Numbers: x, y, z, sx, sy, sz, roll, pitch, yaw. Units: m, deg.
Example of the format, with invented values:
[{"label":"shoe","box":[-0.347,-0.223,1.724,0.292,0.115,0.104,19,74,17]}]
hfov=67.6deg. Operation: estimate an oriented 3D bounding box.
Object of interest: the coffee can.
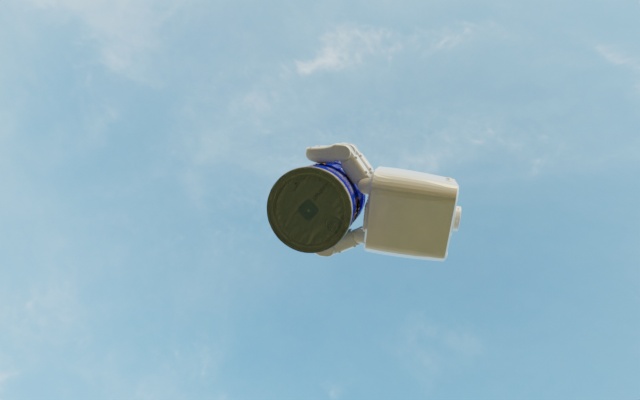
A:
[{"label":"coffee can","box":[0.000,0.002,0.622,0.103,0.103,0.140,0,8,12]}]
